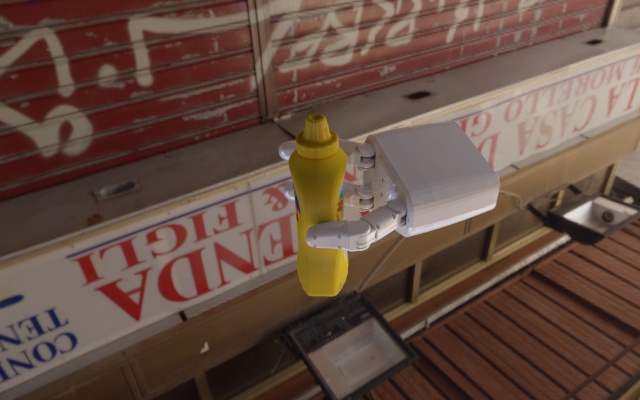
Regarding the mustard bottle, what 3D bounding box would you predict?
[{"bbox_3d":[0.000,0.002,0.494,0.058,0.192,0.096,0,35,4],"label":"mustard bottle"}]
